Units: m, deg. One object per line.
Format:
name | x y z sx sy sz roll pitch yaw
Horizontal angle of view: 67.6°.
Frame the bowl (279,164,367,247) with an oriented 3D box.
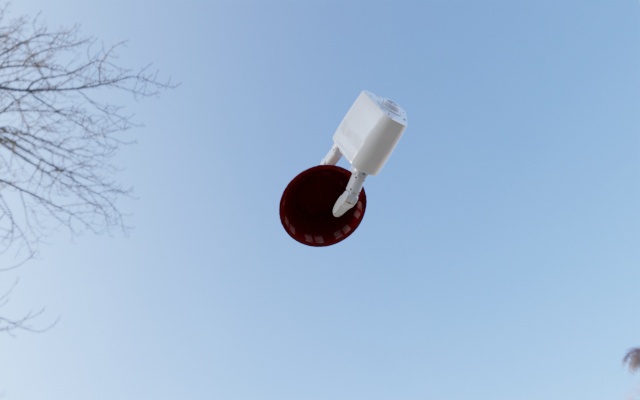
bowl | -0.001 0.004 0.878 0.162 0.162 0.055 0 22 -14
